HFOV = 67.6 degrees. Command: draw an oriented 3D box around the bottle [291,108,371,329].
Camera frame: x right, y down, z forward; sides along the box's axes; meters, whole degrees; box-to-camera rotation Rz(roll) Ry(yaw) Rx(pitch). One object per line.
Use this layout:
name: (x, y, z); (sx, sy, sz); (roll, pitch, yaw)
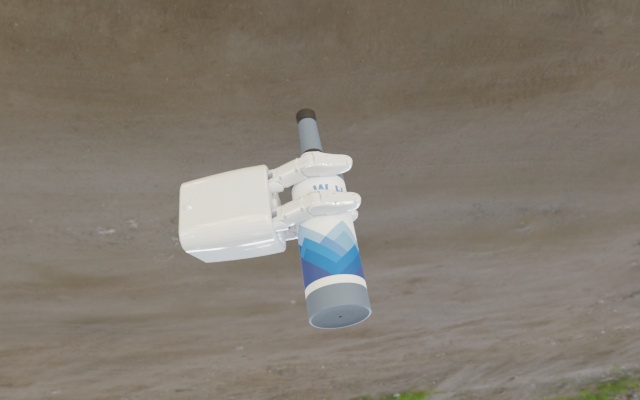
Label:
bottle: (0.000, 0.002, 0.580); (0.069, 0.295, 0.069); (-7, -34, -5)
